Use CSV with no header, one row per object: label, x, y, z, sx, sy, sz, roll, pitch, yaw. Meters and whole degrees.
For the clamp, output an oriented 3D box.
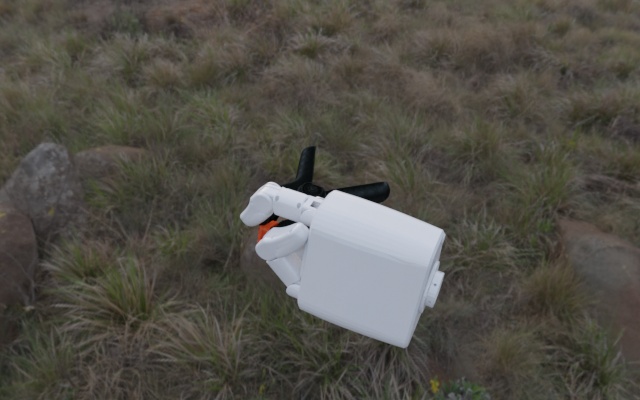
clamp,0.000,0.001,0.523,0.120,0.039,0.171,19,42,19
